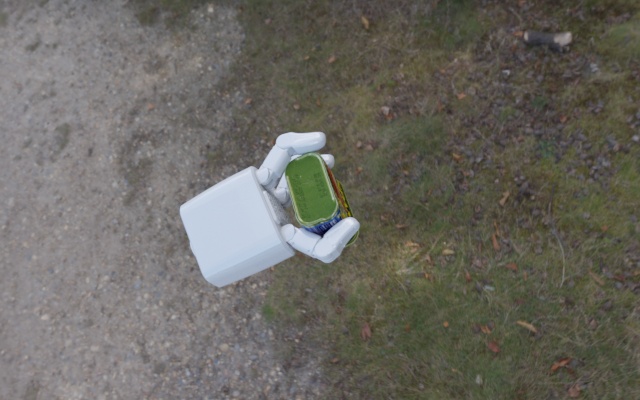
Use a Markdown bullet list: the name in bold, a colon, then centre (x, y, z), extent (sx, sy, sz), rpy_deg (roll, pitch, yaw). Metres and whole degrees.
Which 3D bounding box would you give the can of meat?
- **can of meat**: centre (0.000, 0.002, 0.587), extent (0.057, 0.102, 0.084), rpy_deg (-23, -31, 9)
